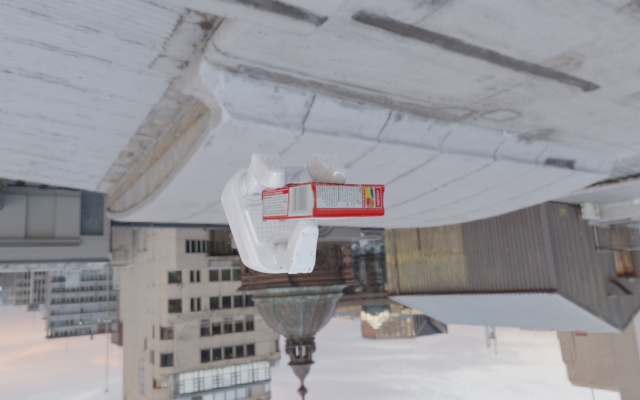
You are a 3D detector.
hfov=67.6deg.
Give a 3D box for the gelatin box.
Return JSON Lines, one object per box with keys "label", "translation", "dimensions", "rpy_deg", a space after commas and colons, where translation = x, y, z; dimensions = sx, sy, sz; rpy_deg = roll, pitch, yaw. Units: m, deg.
{"label": "gelatin box", "translation": [0.000, 0.002, 0.415], "dimensions": [0.073, 0.030, 0.089], "rpy_deg": [1, -4, -33]}
